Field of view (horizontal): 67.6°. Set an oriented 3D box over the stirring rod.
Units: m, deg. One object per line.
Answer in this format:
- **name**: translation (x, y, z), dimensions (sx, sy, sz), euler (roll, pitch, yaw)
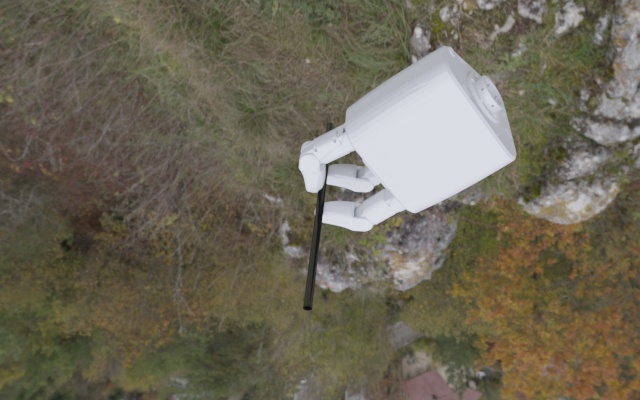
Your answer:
- **stirring rod**: translation (0.000, 0.001, 0.486), dimensions (0.011, 0.239, 0.011), euler (4, -41, 3)
